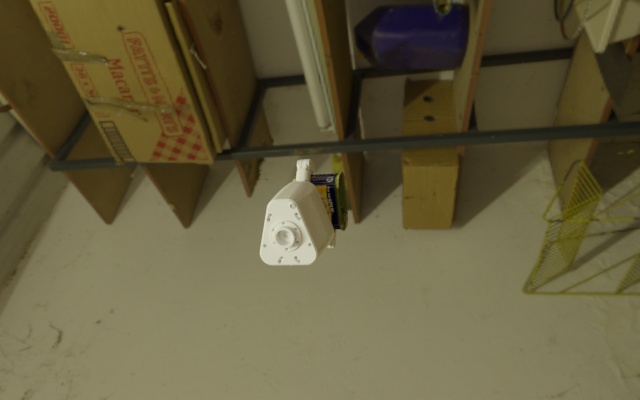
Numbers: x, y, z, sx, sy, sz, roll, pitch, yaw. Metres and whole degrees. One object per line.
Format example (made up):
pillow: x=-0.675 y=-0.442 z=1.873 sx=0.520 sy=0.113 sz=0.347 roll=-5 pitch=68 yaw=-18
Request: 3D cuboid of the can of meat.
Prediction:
can of meat: x=0.000 y=0.003 z=0.844 sx=0.084 sy=0.102 sz=0.057 roll=-2 pitch=19 yaw=14
